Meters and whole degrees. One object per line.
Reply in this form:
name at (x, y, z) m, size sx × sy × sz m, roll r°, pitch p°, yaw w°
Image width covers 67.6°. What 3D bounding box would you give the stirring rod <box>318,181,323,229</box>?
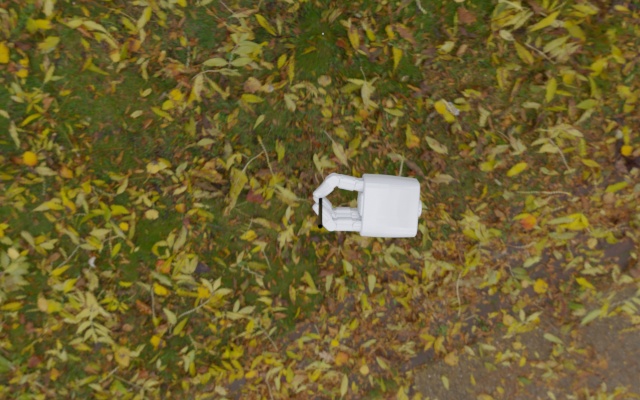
stirring rod at (0.000, 0.003, 0.892) m, size 0.011 × 0.011 × 0.239 m, roll 0°, pitch 19°, yaw 0°
